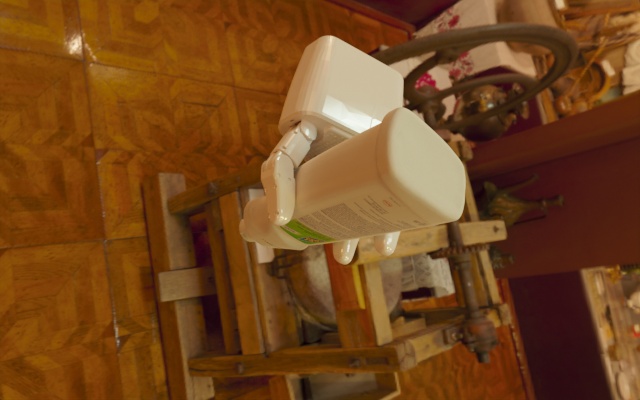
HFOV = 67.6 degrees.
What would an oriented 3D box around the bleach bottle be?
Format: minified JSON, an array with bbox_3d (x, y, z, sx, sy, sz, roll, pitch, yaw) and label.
[{"bbox_3d":[0.000,0.002,0.446,0.102,0.068,0.251,33,-34,-34],"label":"bleach bottle"}]
